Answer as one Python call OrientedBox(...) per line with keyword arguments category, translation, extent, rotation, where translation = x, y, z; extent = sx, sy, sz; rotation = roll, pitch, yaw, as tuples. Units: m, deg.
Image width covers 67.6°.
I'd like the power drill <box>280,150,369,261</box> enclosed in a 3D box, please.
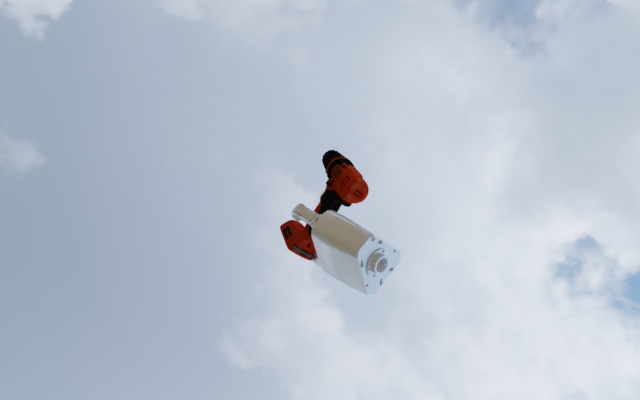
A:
OrientedBox(category="power drill", translation=(0.000, 0.003, 0.883), extent=(0.057, 0.188, 0.184), rotation=(30, 14, -24))
